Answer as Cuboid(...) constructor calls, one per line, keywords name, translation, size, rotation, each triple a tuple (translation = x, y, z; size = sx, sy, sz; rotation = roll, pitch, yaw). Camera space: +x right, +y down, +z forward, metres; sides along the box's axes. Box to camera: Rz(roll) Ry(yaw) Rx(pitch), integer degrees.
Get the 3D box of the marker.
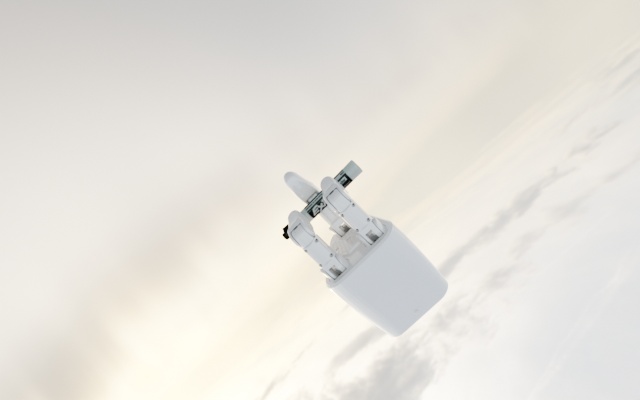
Cuboid(name="marker", translation=(0.000, 0.002, 0.555), size=(0.121, 0.020, 0.020), rotation=(-45, -9, 9))
